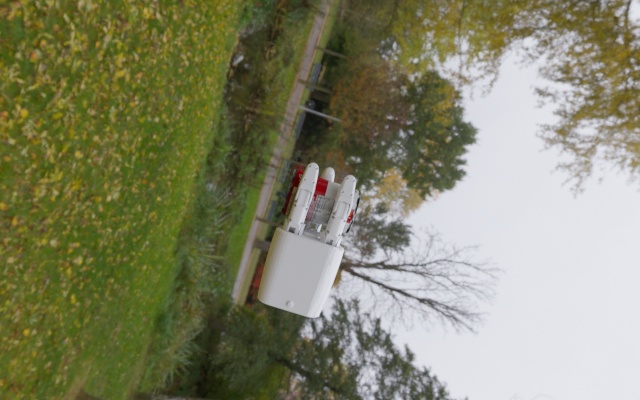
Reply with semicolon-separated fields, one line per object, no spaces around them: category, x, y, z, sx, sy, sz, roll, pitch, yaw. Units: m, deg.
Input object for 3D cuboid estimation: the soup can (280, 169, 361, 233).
soup can;0.001;0.002;0.695;0.102;0.068;0.068;18;-1;-3
